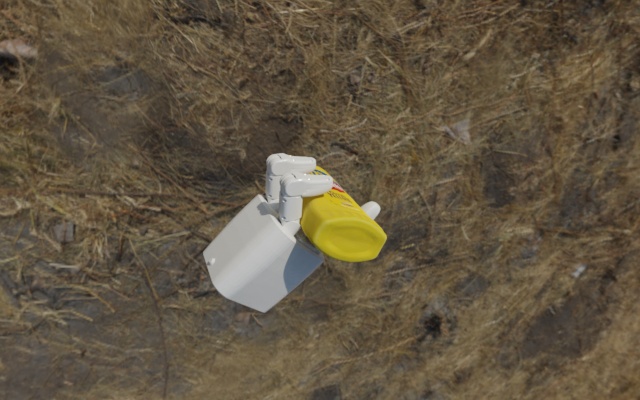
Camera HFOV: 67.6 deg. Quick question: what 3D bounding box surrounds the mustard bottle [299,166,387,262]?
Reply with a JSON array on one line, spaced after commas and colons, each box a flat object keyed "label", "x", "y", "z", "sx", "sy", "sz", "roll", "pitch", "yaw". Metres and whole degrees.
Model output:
[{"label": "mustard bottle", "x": 0.000, "y": 0.002, "z": 0.605, "sx": 0.096, "sy": 0.058, "sz": 0.191, "roll": 15, "pitch": 20, "yaw": -31}]
